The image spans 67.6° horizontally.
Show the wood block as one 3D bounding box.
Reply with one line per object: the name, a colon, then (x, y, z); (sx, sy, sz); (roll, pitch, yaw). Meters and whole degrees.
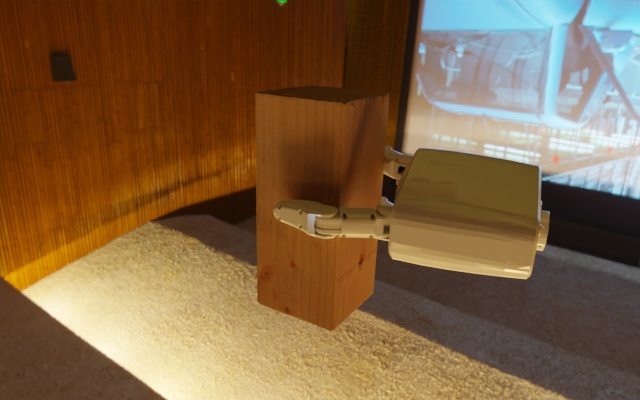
wood block: (0.000, 0.002, 0.453); (0.090, 0.206, 0.091); (13, 22, 30)
